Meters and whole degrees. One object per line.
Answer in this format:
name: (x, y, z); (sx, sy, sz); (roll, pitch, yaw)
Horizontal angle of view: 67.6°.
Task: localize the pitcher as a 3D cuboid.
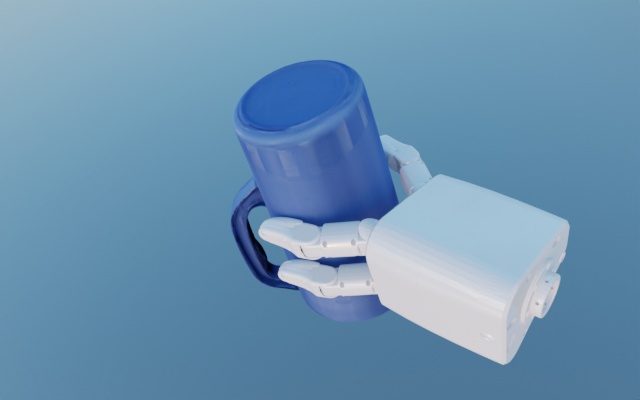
pitcher: (0.000, 0.002, 0.451); (0.145, 0.243, 0.149); (25, 60, 37)
